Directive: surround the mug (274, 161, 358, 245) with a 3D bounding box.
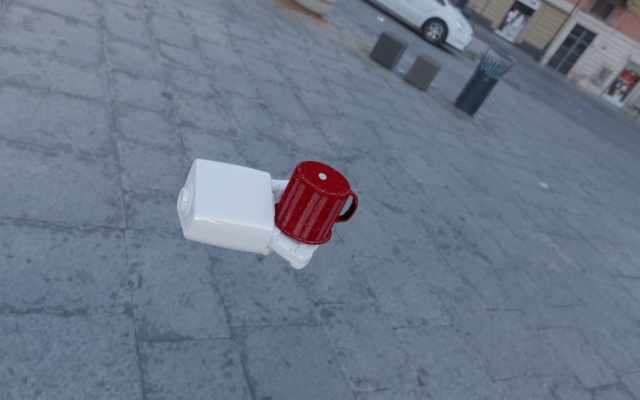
[{"bbox_3d":[0.001,0.002,0.656,0.117,0.081,0.093,12,33,-27],"label":"mug"}]
